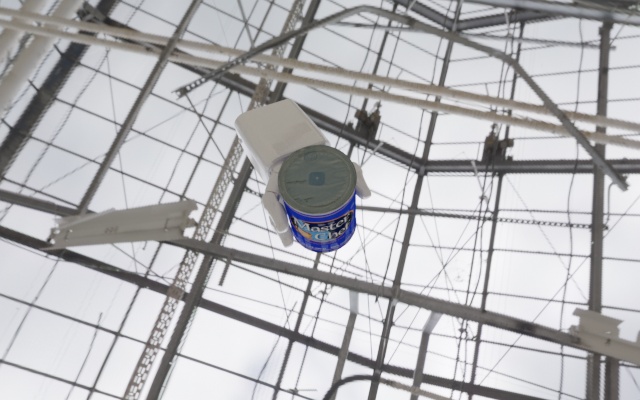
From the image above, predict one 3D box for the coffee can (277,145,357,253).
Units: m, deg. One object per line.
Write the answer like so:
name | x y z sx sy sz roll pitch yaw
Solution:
coffee can | 0.000 0.002 0.674 0.103 0.102 0.140 0 -27 4
